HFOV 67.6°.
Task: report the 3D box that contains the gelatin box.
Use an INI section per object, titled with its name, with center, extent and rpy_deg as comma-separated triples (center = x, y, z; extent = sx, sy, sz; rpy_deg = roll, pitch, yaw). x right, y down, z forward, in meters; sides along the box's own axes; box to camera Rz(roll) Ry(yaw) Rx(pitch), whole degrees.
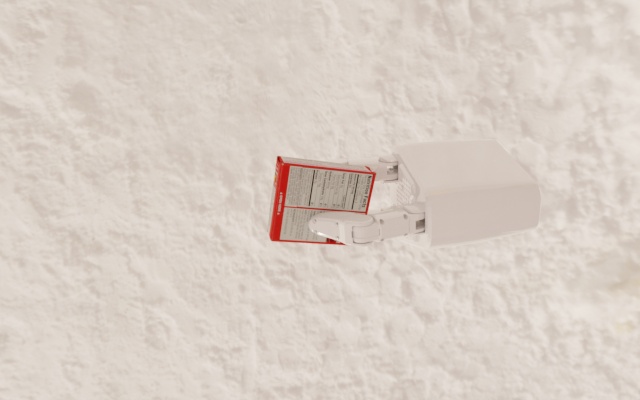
[gelatin box]
center = 0.000, 0.002, 0.436
extent = 0.089, 0.073, 0.030
rpy_deg = 4, 18, -16
